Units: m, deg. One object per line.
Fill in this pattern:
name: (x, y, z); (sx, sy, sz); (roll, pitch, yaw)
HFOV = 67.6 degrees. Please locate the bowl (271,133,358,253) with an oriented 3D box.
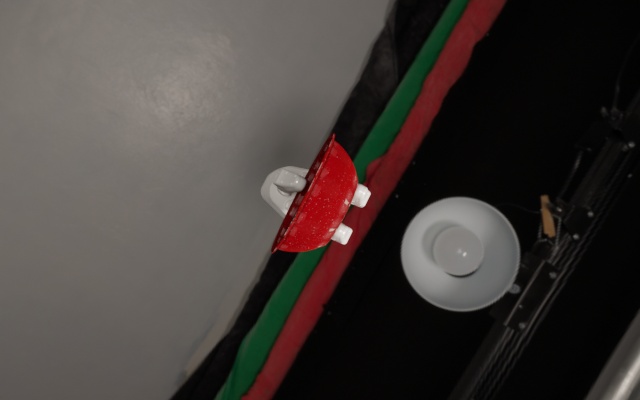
bowl: (0.001, 0.002, 0.576); (0.055, 0.162, 0.162); (27, -3, -5)
